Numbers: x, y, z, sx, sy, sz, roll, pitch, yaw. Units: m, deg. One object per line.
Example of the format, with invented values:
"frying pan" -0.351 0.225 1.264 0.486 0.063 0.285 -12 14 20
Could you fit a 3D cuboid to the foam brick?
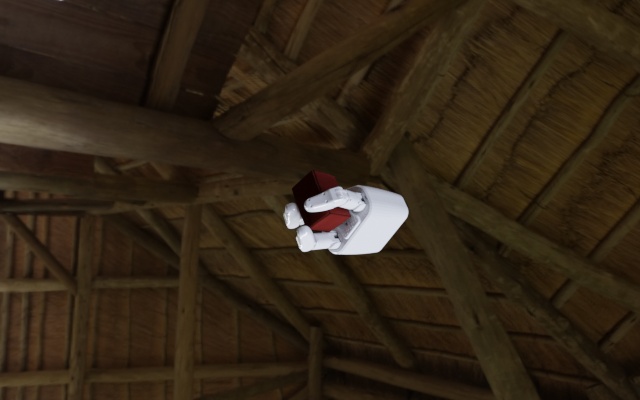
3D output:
"foam brick" 0.000 0.002 0.730 0.051 0.078 0.053 9 -38 -47
